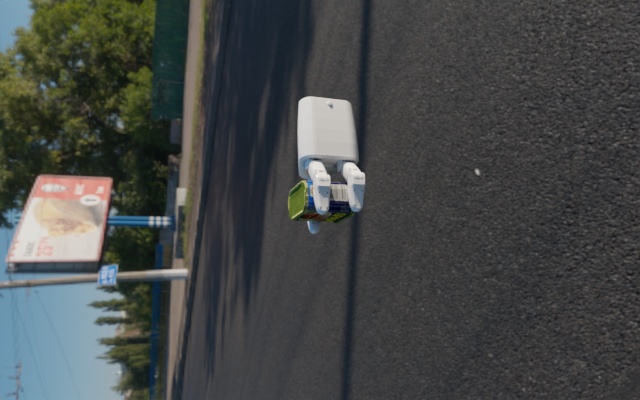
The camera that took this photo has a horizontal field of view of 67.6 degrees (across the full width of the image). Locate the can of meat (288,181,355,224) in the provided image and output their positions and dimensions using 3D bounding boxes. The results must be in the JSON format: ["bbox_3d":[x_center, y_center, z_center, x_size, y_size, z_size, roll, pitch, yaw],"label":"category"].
[{"bbox_3d":[0.000,0.003,0.770,0.084,0.057,0.102,3,-14,-19],"label":"can of meat"}]
